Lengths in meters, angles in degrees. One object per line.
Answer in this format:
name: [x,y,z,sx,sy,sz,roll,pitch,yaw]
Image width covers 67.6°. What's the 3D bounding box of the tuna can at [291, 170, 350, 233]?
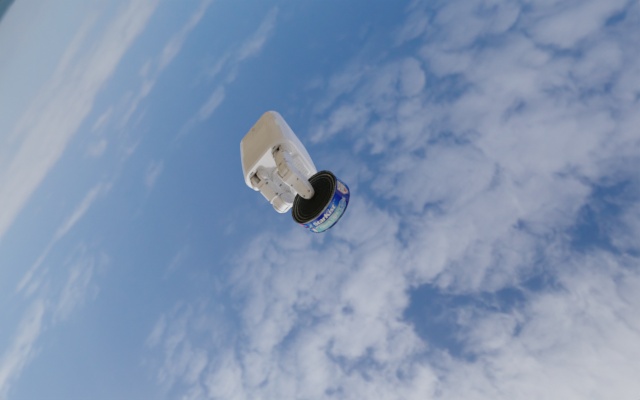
tuna can: [0.001,0.003,0.674,0.034,0.086,0.086,35,-21,-32]
